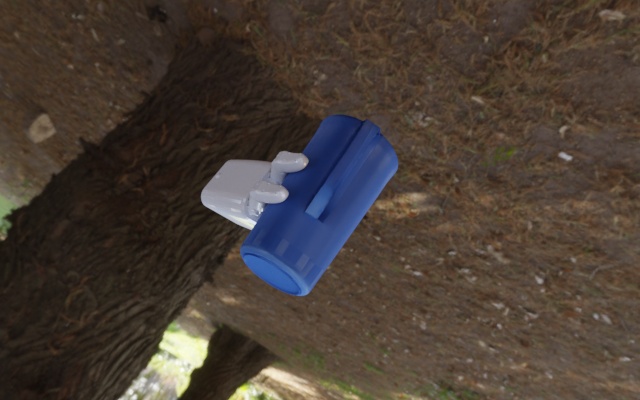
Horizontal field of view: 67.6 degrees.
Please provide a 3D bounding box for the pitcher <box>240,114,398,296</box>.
[{"bbox_3d":[0.000,0.002,0.658,0.145,0.242,0.149,12,-34,39],"label":"pitcher"}]
